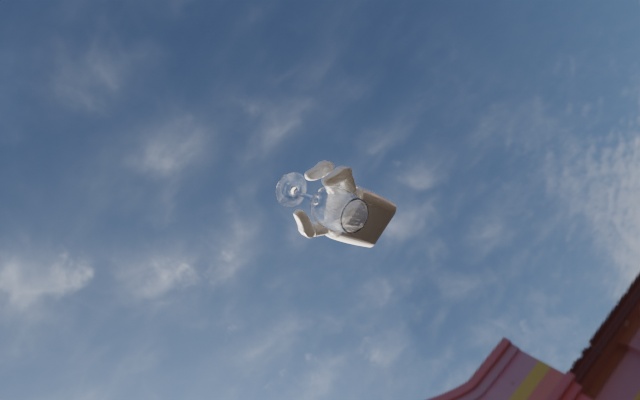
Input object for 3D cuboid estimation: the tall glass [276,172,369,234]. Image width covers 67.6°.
[{"bbox_3d":[0.000,0.003,0.882,0.079,0.079,0.201,0,14,-37],"label":"tall glass"}]
